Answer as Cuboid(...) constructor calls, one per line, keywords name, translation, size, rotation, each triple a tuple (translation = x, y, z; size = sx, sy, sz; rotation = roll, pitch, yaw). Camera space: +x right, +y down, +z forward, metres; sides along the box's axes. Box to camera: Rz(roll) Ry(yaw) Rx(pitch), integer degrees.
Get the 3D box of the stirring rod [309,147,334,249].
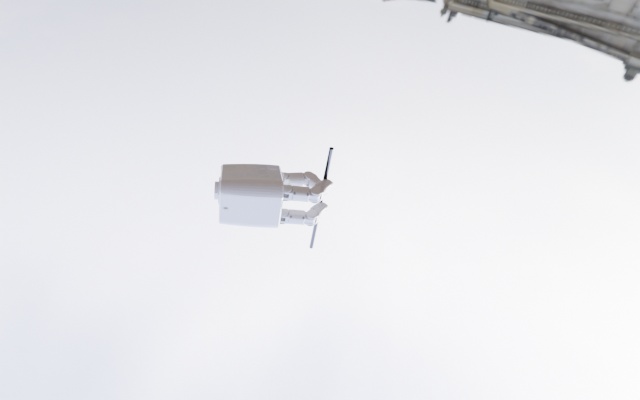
Cuboid(name="stirring rod", translation=(0.000, 0.003, 0.883), size=(0.011, 0.240, 0.011), rotation=(7, 40, -6))
